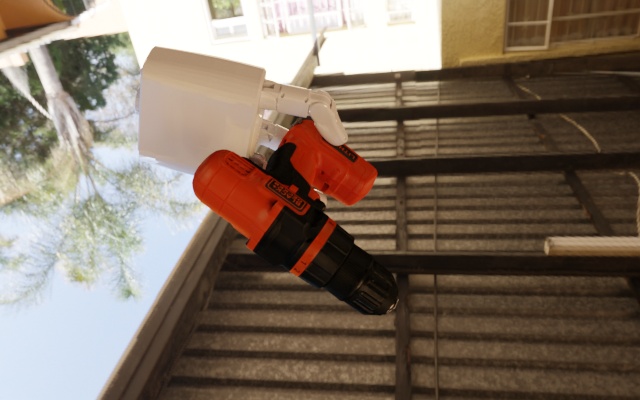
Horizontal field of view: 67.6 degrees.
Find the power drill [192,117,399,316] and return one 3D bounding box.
[{"bbox_3d":[0.000,0.001,0.430,0.184,0.057,0.187,38,25,-2],"label":"power drill"}]
